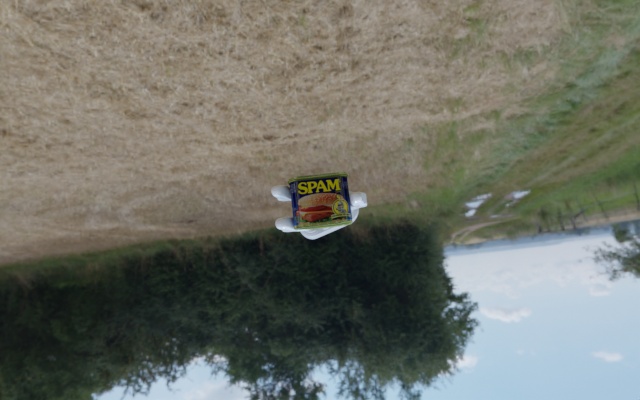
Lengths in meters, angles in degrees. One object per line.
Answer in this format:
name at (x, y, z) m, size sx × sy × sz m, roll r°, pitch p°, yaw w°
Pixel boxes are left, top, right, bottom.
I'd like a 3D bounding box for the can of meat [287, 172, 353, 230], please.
can of meat at (0.000, 0.003, 0.792) m, size 0.102 × 0.084 × 0.057 m, roll -6°, pitch -8°, yaw -3°
